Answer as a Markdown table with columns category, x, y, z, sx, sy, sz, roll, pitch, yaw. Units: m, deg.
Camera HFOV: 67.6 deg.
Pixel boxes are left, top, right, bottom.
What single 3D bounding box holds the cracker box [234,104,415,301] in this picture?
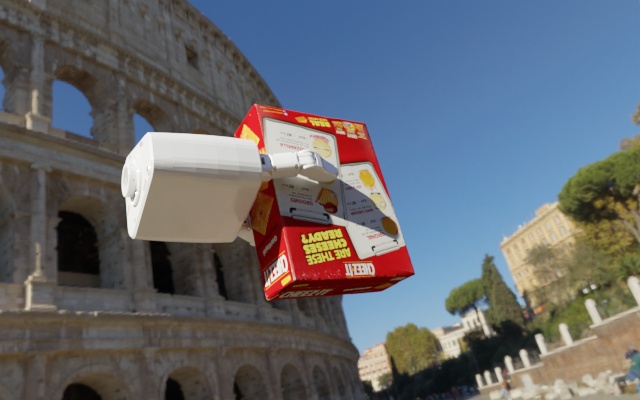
| category | x | y | z | sx | sy | sz | roll | pitch | yaw |
| --- | --- | --- | --- | --- | --- | --- | --- | --- | --- |
| cracker box | 0.000 | 0.002 | 0.560 | 0.164 | 0.213 | 0.072 | 3 | -30 | -34 |
